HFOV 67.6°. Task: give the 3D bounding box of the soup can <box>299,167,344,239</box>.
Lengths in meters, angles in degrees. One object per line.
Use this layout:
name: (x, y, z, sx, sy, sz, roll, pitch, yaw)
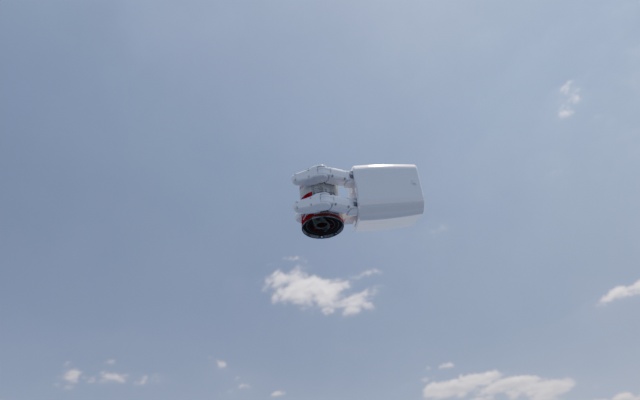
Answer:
soup can: (0.000, 0.002, 0.788, 0.068, 0.102, 0.069, -3, -34, -2)
